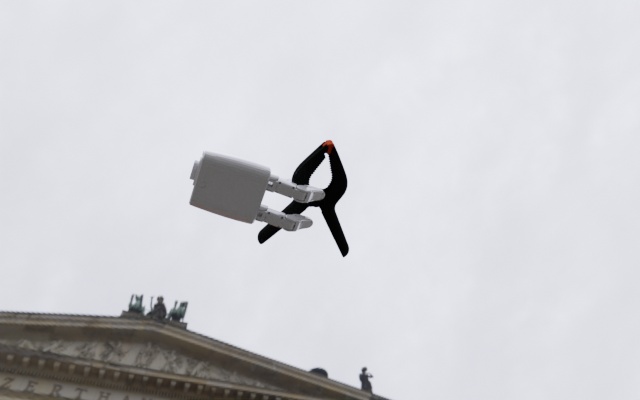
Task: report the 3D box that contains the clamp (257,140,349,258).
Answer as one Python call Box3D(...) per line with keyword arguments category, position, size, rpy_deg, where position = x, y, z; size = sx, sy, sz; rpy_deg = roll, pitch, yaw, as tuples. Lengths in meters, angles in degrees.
Box3D(category="clamp", position=(0.000, 0.002, 0.814), size=(0.164, 0.210, 0.036), rpy_deg=(17, 20, -15))
